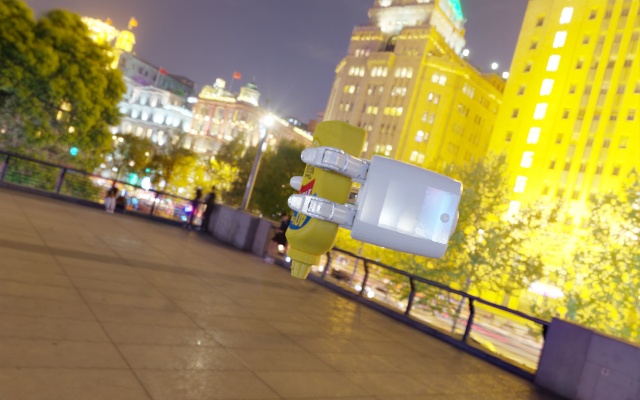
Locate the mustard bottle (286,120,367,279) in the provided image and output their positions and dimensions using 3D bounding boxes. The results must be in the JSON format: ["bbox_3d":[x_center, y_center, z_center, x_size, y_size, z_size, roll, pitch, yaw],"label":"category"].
[{"bbox_3d":[0.000,0.002,0.584,0.058,0.191,0.096,17,-2,-20],"label":"mustard bottle"}]
